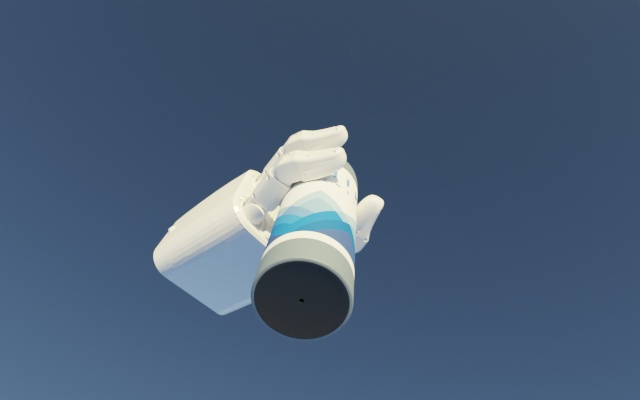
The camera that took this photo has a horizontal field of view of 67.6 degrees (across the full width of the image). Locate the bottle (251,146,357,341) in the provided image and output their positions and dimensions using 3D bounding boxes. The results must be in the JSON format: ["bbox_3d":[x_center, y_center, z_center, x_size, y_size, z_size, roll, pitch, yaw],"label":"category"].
[{"bbox_3d":[0.000,0.002,0.437,0.069,0.069,0.295,0,26,5],"label":"bottle"}]
